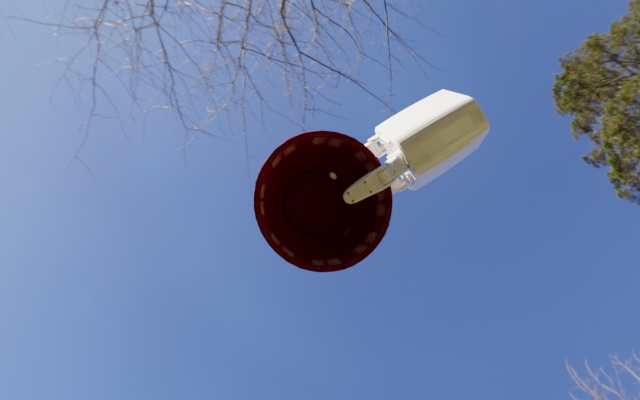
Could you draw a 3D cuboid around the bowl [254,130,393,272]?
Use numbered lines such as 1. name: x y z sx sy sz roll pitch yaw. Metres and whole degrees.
1. bowl: -0.001 0.002 0.565 0.162 0.162 0.055 0 -3 -13
